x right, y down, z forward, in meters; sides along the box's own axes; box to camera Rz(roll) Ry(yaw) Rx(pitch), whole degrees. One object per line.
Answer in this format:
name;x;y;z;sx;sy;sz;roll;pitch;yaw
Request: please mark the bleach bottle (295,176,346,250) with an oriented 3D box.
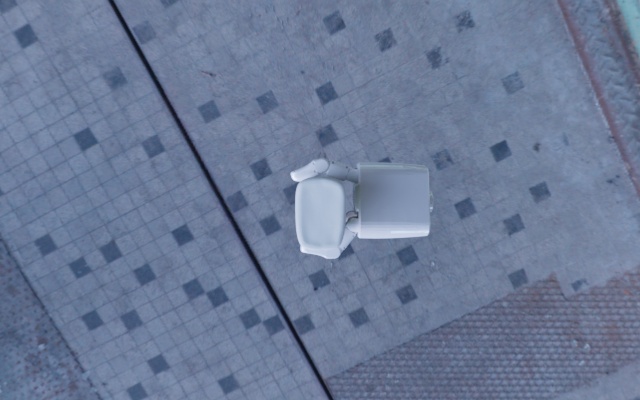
bleach bottle;0.000;0.003;0.748;0.068;0.102;0.251;1;8;0
